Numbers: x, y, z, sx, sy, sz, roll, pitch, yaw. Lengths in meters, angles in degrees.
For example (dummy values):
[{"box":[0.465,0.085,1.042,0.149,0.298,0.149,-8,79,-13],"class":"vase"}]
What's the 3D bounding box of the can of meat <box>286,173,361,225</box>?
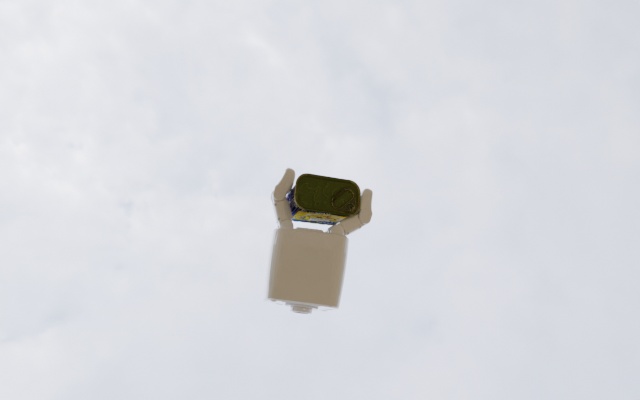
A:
[{"box":[0.000,0.002,0.743,0.102,0.057,0.084,8,-18,-15],"class":"can of meat"}]
